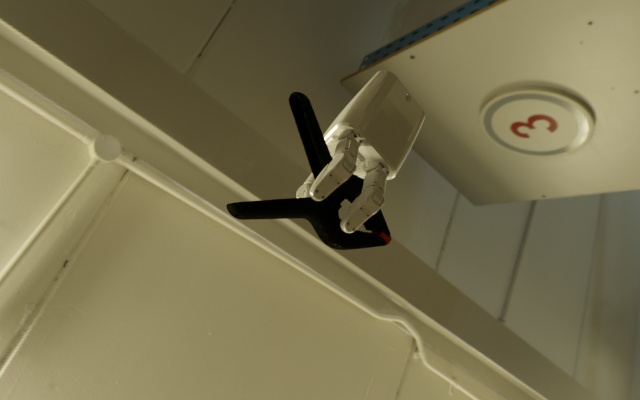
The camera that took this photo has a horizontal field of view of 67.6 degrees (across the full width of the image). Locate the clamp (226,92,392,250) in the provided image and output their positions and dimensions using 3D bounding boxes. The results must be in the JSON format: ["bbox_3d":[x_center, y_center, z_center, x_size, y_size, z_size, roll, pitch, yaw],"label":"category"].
[{"bbox_3d":[0.000,0.002,0.554,0.210,0.164,0.036,45,-27,-23],"label":"clamp"}]
